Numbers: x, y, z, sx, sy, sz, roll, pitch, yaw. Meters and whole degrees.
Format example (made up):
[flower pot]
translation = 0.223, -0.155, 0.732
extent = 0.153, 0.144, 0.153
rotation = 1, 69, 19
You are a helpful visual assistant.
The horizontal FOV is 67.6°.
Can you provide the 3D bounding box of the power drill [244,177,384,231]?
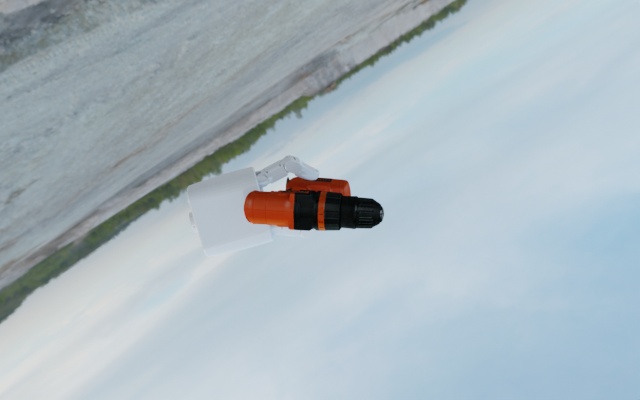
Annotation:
[power drill]
translation = 0.000, 0.002, 0.693
extent = 0.184, 0.057, 0.187
rotation = 5, 7, 8
